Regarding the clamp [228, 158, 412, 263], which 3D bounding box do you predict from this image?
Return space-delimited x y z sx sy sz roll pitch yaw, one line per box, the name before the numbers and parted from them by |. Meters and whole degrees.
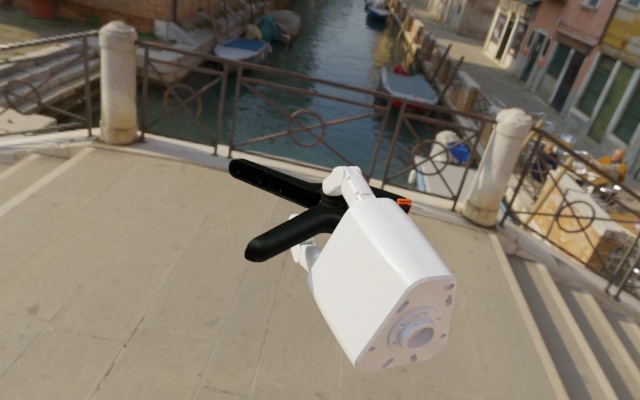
clamp | 0.001 0.001 0.531 0.210 0.036 0.164 -2 37 -25
